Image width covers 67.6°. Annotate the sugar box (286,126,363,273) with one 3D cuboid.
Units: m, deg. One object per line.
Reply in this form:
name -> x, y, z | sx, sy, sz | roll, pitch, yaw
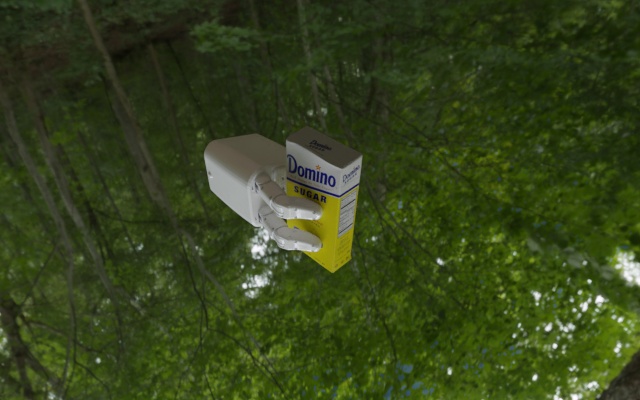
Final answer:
sugar box -> 0.000, 0.002, 0.617 | 0.093, 0.176, 0.048 | 31, 50, 31
